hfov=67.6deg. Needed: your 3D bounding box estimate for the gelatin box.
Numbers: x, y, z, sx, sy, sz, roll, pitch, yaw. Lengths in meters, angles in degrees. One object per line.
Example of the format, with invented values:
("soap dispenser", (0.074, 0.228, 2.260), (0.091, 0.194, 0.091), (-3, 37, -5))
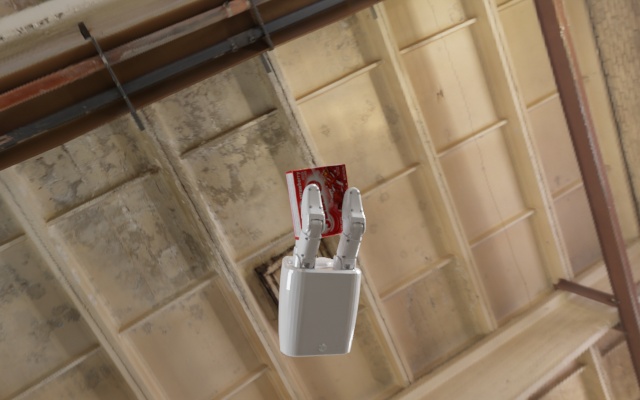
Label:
("gelatin box", (0.000, 0.002, 0.603), (0.073, 0.089, 0.030), (-9, 3, -23))
